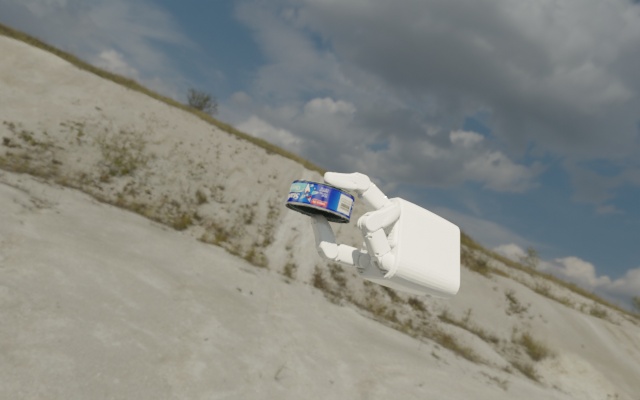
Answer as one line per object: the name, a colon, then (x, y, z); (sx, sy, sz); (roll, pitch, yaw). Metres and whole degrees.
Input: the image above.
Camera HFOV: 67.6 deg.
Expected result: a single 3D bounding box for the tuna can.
tuna can: (0.000, 0.001, 0.616); (0.086, 0.033, 0.086); (15, -10, 3)
